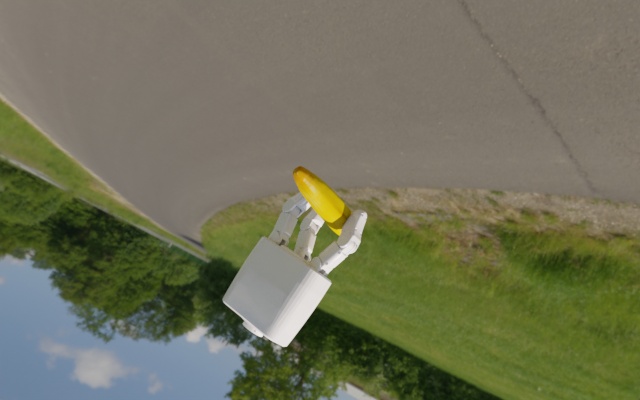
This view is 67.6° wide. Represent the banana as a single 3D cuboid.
[{"bbox_3d":[0.014,0.014,0.661,0.069,0.037,0.198,38,-5,25],"label":"banana"}]
